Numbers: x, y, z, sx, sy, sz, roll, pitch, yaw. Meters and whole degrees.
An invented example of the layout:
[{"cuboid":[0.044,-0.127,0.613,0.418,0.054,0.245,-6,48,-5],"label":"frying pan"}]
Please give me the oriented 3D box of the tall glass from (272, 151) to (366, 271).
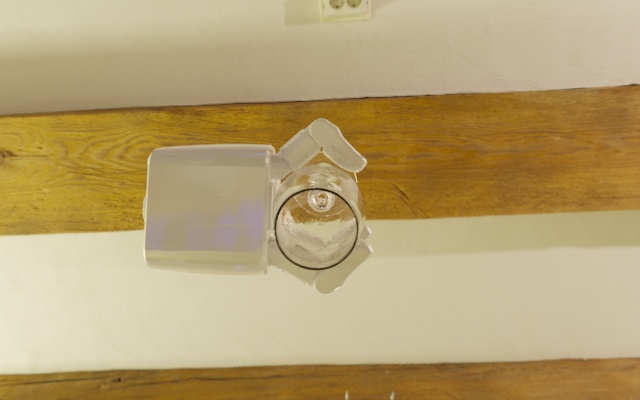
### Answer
[{"cuboid":[0.000,0.001,0.439,0.079,0.079,0.201,0,11,2],"label":"tall glass"}]
